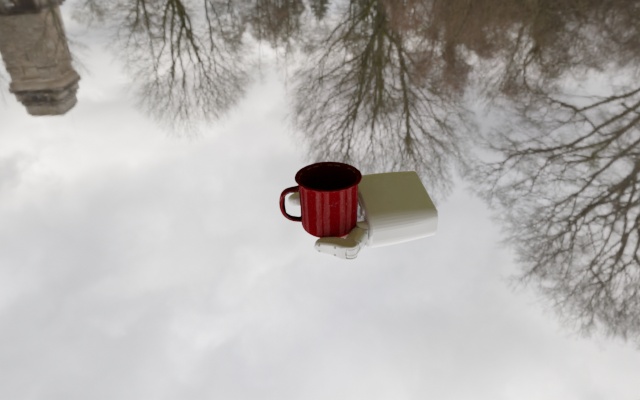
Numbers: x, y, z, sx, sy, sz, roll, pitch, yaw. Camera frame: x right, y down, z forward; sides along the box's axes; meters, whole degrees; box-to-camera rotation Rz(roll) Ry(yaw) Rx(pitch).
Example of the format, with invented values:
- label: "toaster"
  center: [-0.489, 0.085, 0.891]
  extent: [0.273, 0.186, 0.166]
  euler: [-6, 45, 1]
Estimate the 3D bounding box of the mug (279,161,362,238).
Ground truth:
- label: "mug"
  center: [-0.001, 0.003, 0.674]
  extent: [0.117, 0.081, 0.093]
  euler: [-8, 30, -10]
